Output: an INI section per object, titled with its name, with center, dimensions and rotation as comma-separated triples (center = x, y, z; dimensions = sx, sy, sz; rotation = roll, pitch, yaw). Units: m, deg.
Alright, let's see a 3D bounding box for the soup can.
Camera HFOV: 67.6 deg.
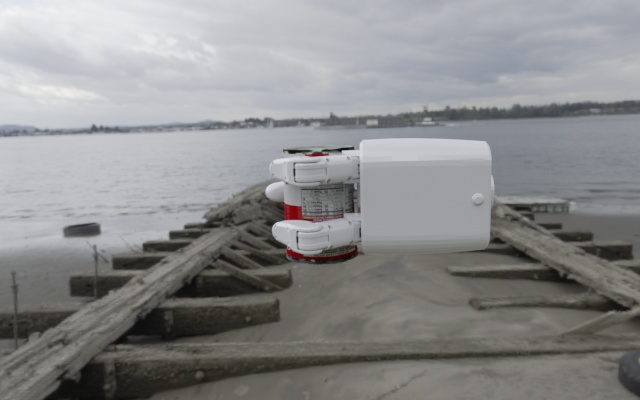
[soup can]
center = 0.000, 0.001, 0.444
dimensions = 0.068, 0.102, 0.068
rotation = -2, 9, 0
